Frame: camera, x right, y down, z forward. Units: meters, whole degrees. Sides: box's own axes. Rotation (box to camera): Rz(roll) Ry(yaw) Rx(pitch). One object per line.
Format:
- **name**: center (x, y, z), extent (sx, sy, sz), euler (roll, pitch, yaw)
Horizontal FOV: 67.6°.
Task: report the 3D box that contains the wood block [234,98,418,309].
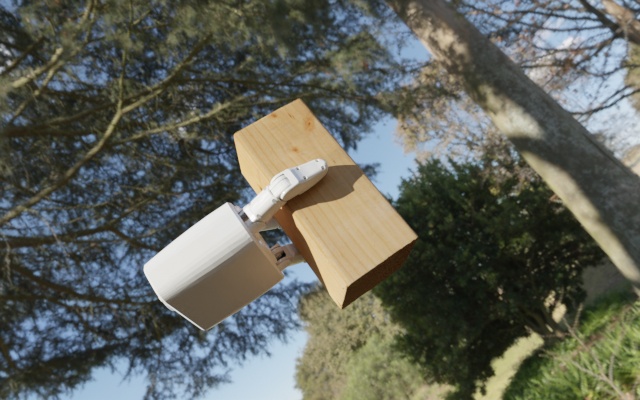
- **wood block**: center (0.000, 0.002, 0.525), extent (0.090, 0.206, 0.091), euler (-32, -21, -17)
